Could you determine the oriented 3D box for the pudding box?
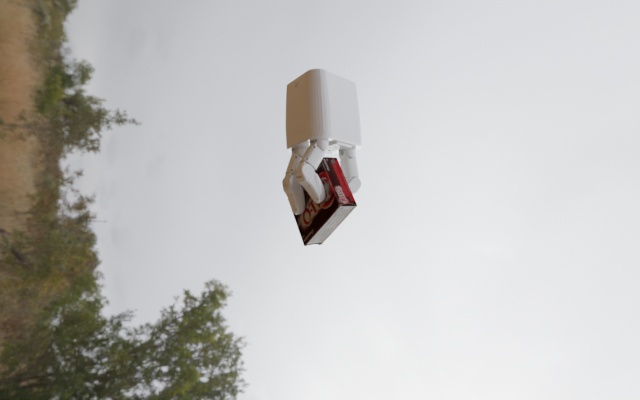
[{"bbox_3d":[0.000,0.002,0.721,0.039,0.090,0.113,0,-36,-32],"label":"pudding box"}]
